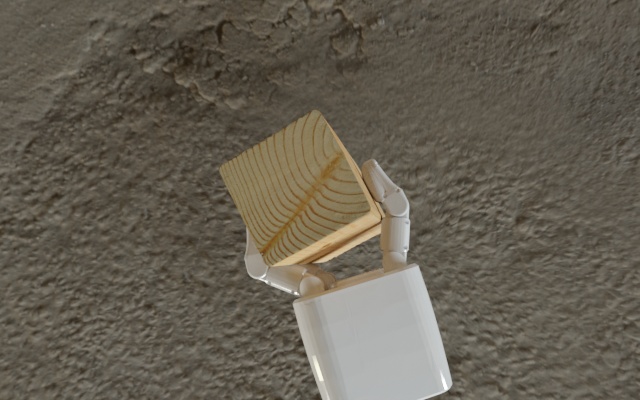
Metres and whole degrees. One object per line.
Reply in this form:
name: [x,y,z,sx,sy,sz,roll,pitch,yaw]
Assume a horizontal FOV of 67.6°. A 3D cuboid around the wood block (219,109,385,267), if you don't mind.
wood block: [0.000,0.002,0.450,0.091,0.090,0.206,-29,-11,7]
